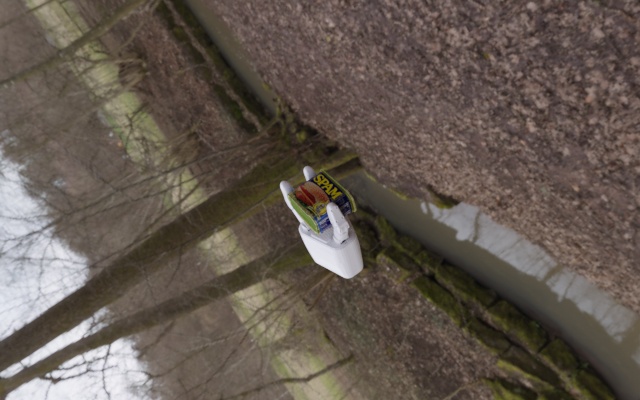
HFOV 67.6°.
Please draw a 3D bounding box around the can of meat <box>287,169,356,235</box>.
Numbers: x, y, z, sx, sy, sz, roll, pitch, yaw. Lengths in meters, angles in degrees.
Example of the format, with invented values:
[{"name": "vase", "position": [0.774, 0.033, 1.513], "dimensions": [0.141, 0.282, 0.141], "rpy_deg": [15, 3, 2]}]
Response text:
[{"name": "can of meat", "position": [0.000, 0.003, 0.868], "dimensions": [0.084, 0.057, 0.102], "rpy_deg": [-35, 51, -13]}]
